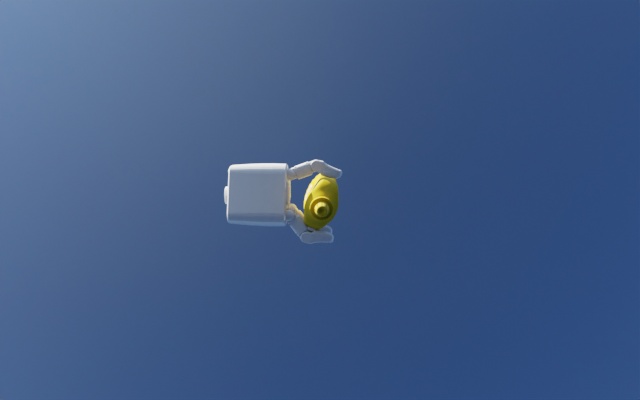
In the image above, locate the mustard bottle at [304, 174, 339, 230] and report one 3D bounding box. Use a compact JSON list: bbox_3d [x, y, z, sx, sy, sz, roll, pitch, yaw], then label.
[{"bbox_3d":[0.000,0.003,0.885,0.058,0.096,0.191,24,8,-4],"label":"mustard bottle"}]
